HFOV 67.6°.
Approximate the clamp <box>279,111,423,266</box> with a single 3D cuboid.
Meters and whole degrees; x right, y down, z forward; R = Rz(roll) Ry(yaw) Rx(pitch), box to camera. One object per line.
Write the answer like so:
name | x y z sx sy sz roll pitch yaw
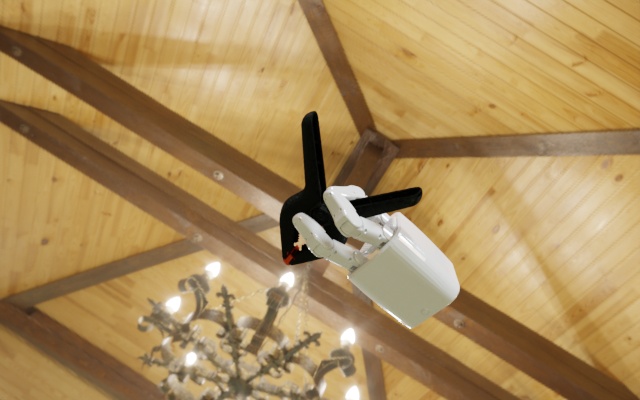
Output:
clamp | 0.000 0.002 0.599 0.210 0.164 0.036 -46 2 34
